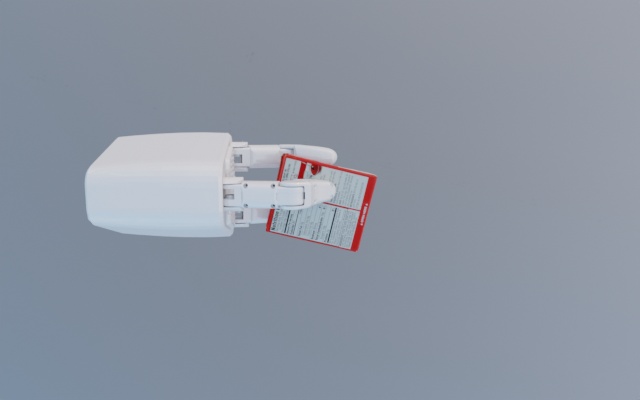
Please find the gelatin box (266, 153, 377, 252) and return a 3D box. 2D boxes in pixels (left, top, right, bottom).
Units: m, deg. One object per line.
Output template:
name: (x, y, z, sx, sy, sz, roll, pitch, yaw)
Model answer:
gelatin box: (0.000, 0.002, 0.442, 0.089, 0.073, 0.030, 13, 7, -3)
